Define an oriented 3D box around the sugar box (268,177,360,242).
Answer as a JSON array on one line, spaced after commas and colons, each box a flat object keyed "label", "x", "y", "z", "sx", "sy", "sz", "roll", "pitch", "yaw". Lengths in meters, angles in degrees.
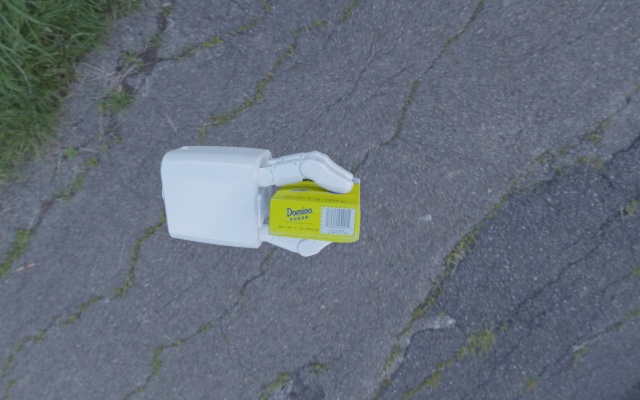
[{"label": "sugar box", "x": 0.000, "y": 0.001, "z": 0.562, "sx": 0.093, "sy": 0.048, "sz": 0.176, "roll": 5, "pitch": 14, "yaw": 3}]
